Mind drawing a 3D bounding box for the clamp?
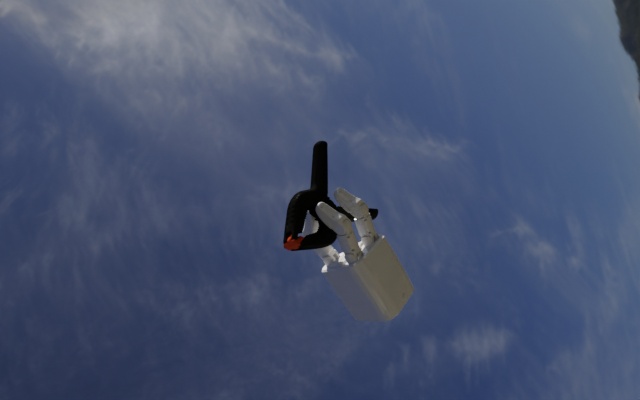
[{"bbox_3d":[-0.001,0.003,0.755,0.036,0.164,0.210,-30,6,42],"label":"clamp"}]
